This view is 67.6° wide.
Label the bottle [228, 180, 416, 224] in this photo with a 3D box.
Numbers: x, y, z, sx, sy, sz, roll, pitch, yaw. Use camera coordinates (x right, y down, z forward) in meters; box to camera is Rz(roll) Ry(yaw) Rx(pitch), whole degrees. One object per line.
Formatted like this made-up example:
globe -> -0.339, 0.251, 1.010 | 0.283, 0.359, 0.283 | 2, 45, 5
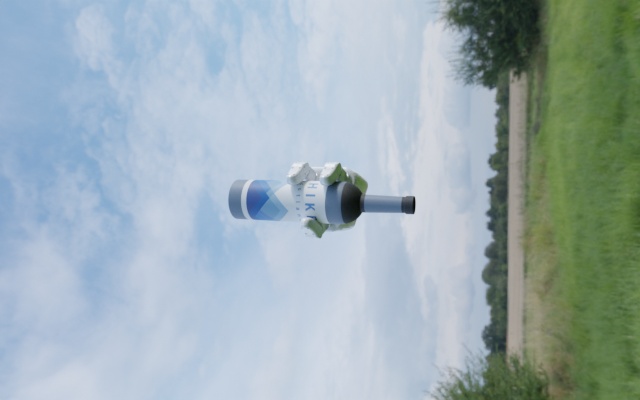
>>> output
bottle -> 0.000, 0.002, 0.753 | 0.295, 0.069, 0.069 | 2, 1, 20
